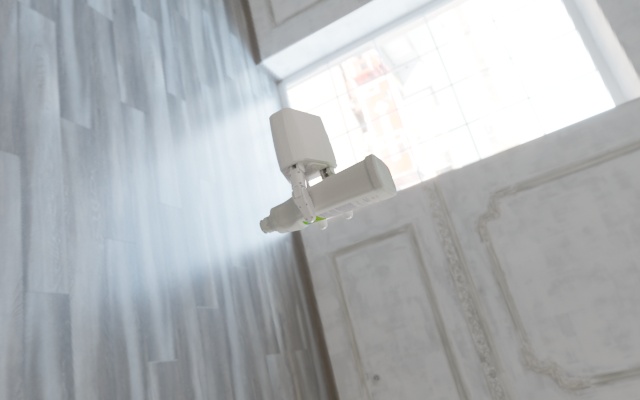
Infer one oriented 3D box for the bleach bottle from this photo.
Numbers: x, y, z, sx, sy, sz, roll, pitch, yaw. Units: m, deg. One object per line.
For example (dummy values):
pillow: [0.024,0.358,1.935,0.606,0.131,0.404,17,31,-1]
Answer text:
bleach bottle: [0.000,0.003,0.830,0.251,0.068,0.102,-22,-18,20]
